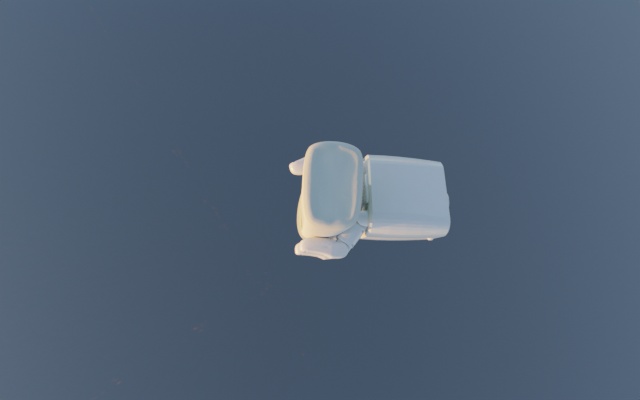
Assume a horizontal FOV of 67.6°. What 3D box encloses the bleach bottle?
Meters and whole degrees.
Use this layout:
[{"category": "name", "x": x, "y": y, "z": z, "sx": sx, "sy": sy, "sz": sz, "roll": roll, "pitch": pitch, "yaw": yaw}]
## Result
[{"category": "bleach bottle", "x": 0.000, "y": 0.002, "z": 0.645, "sx": 0.068, "sy": 0.102, "sz": 0.251, "roll": 4, "pitch": -9, "yaw": -6}]
